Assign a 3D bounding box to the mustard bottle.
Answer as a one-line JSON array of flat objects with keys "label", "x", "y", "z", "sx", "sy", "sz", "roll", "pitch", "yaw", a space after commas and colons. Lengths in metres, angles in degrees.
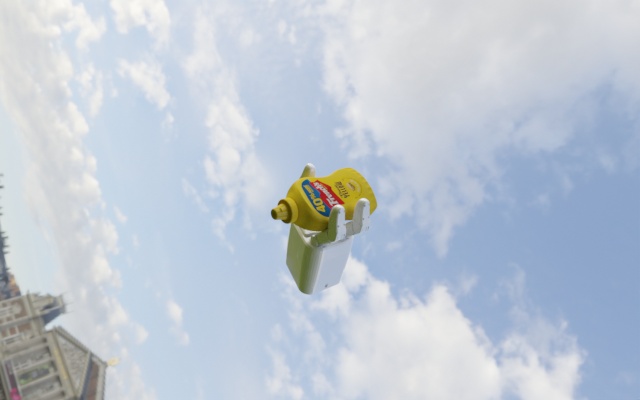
[{"label": "mustard bottle", "x": 0.000, "y": 0.002, "z": 0.794, "sx": 0.191, "sy": 0.096, "sz": 0.058, "roll": -15, "pitch": -26, "yaw": -38}]
